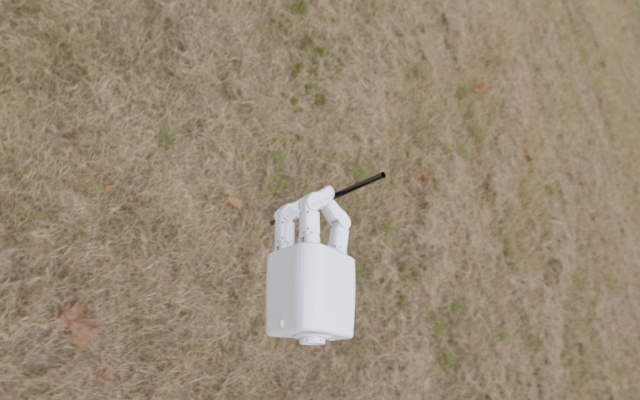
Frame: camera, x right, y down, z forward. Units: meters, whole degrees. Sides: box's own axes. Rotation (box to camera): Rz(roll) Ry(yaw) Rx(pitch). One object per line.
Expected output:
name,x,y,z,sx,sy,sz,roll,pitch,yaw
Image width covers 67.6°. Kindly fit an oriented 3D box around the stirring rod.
stirring rod,0.000,0.002,0.668,0.011,0.011,0.239,0,-16,-41
